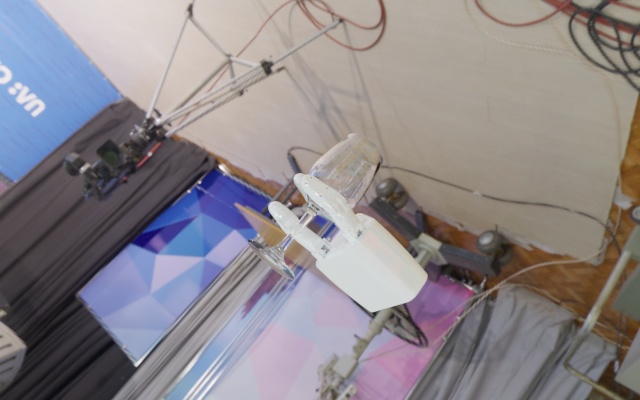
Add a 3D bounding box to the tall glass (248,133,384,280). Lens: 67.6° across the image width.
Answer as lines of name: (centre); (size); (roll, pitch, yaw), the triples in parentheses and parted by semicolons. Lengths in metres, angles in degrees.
tall glass: (0.000, 0.002, 0.618); (0.079, 0.201, 0.079); (35, -20, 15)
